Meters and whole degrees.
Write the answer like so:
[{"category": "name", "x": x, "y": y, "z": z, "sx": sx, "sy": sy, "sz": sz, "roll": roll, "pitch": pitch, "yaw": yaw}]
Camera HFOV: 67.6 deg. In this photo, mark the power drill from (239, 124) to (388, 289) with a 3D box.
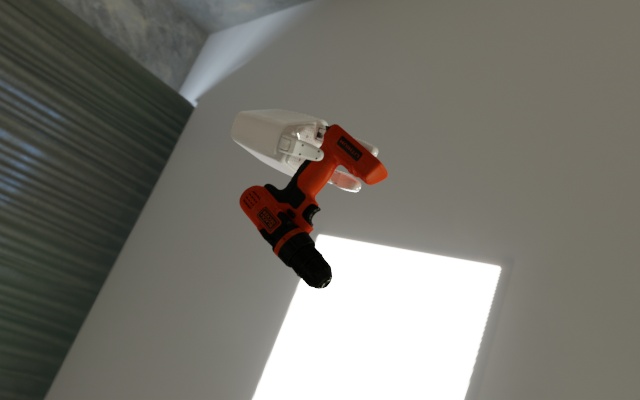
[{"category": "power drill", "x": 0.000, "y": 0.002, "z": 0.652, "sx": 0.184, "sy": 0.187, "sz": 0.057, "roll": 46, "pitch": -1, "yaw": 24}]
